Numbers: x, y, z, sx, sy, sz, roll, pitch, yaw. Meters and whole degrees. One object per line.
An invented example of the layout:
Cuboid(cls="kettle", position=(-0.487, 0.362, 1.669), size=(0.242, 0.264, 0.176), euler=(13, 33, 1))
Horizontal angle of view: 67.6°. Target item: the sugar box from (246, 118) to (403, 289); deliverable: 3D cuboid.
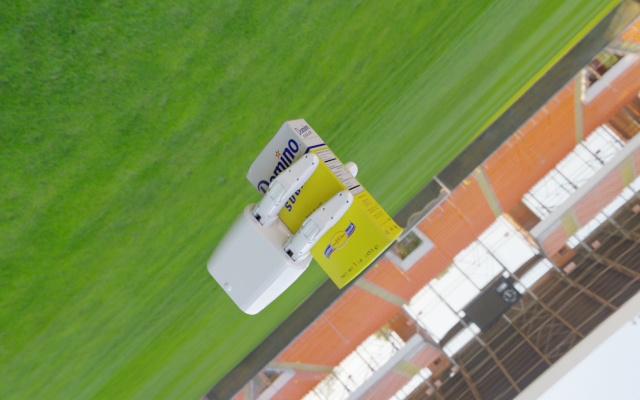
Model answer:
Cuboid(cls="sugar box", position=(0.000, 0.002, 0.541), size=(0.093, 0.176, 0.048), euler=(-48, -10, 30))
